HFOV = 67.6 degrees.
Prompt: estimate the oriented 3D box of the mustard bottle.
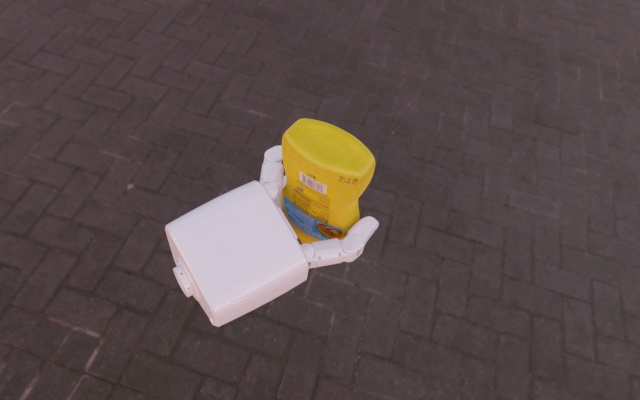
[{"bbox_3d":[0.000,0.001,0.542,0.096,0.058,0.192,29,-34,14],"label":"mustard bottle"}]
